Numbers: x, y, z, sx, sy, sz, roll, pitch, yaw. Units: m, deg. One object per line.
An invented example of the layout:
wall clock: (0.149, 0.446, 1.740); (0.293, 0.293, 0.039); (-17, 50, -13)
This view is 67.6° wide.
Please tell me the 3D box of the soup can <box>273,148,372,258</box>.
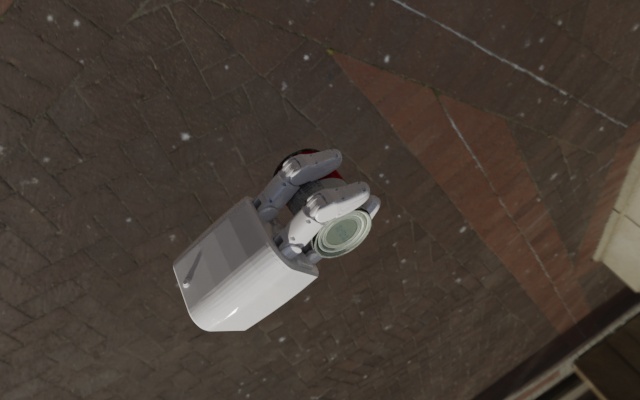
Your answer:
soup can: (0.001, 0.002, 0.501); (0.068, 0.068, 0.102); (0, 40, -35)
